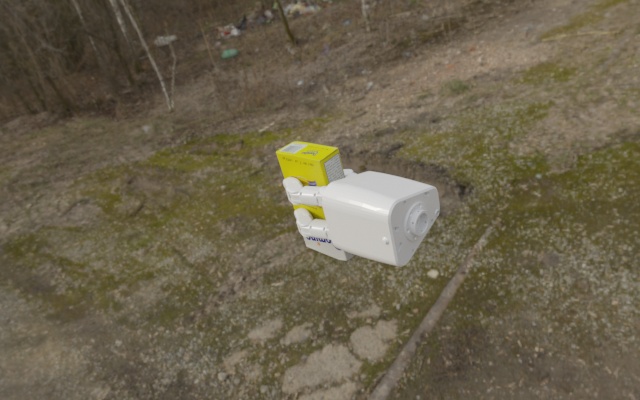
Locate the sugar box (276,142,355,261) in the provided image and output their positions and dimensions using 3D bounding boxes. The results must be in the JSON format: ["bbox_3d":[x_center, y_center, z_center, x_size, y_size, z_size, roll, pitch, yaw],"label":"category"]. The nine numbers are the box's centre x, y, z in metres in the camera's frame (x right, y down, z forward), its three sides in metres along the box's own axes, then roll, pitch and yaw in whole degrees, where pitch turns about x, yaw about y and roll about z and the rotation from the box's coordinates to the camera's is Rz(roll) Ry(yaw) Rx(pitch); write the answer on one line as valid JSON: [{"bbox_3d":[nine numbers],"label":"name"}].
[{"bbox_3d":[0.000,0.003,0.707,0.093,0.176,0.048,16,41,43],"label":"sugar box"}]
